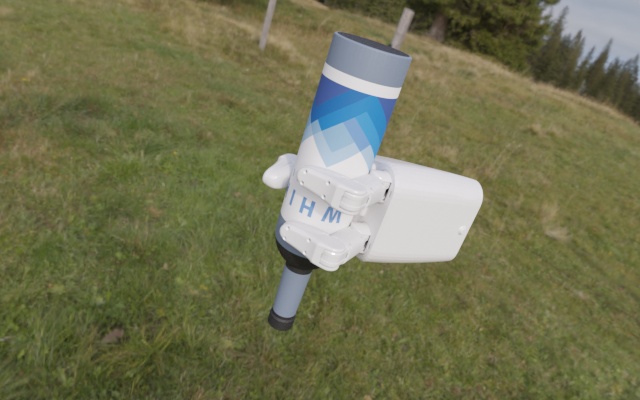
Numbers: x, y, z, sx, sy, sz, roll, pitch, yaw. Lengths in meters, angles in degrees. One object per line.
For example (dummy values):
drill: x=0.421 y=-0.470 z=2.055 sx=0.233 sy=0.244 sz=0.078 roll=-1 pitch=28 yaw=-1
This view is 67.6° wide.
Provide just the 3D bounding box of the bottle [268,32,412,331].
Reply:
bottle: x=0.000 y=0.001 z=0.445 sx=0.069 sy=0.296 sz=0.069 roll=15 pitch=24 yaw=-7
